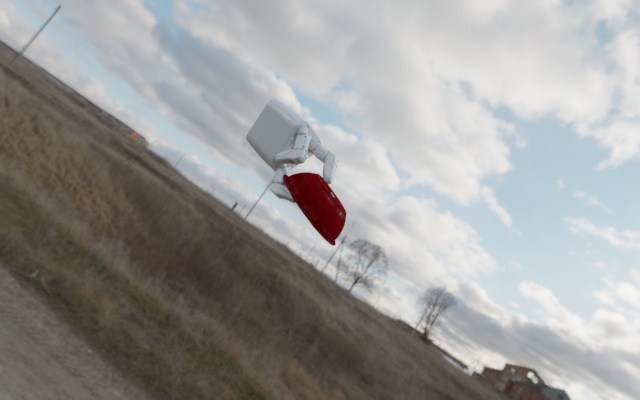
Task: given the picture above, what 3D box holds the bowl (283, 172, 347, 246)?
[{"bbox_3d":[0.001,0.004,0.879,0.055,0.162,0.162,-35,-5,6],"label":"bowl"}]
